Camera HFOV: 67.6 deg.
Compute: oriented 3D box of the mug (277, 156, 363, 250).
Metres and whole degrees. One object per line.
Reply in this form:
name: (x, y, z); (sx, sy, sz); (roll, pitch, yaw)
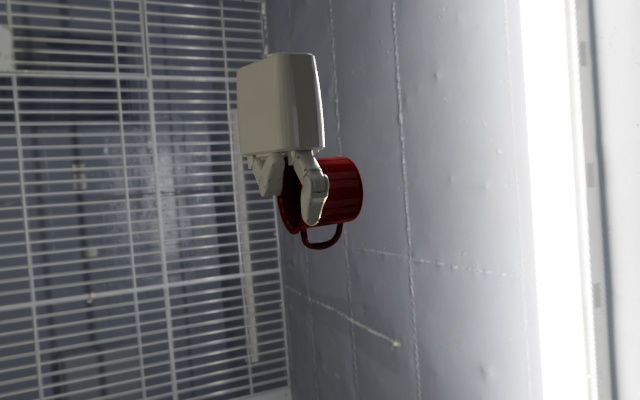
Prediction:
mug: (0.000, 0.003, 0.581); (0.081, 0.117, 0.093); (-7, 5, -23)
